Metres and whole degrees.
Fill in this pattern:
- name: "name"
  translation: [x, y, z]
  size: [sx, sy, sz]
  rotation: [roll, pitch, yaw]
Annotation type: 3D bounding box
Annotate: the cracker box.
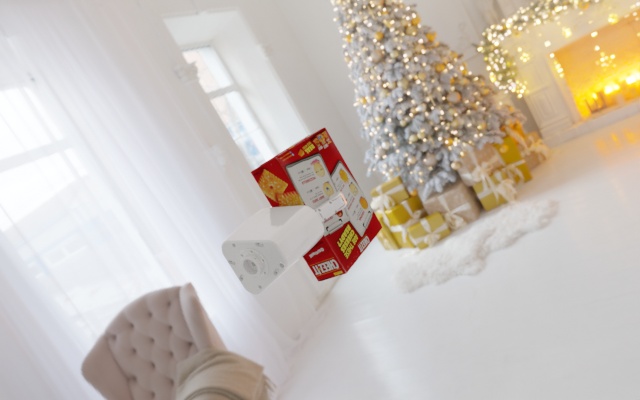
- name: "cracker box"
  translation: [0.000, 0.002, 0.813]
  size: [0.072, 0.214, 0.164]
  rotation: [-24, 11, 37]
